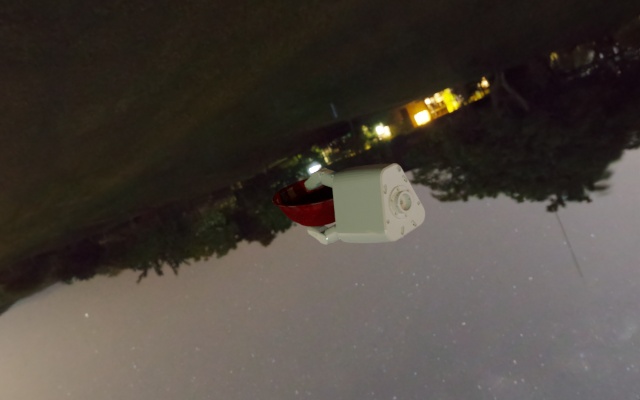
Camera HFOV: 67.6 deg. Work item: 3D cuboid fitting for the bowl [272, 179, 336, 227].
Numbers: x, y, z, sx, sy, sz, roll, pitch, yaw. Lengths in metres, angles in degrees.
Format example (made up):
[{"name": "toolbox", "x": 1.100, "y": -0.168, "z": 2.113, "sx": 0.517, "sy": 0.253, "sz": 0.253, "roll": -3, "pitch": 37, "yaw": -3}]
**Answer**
[{"name": "bowl", "x": 0.000, "y": 0.003, "z": 0.837, "sx": 0.162, "sy": 0.055, "sz": 0.162, "roll": -12, "pitch": 18, "yaw": 4}]
